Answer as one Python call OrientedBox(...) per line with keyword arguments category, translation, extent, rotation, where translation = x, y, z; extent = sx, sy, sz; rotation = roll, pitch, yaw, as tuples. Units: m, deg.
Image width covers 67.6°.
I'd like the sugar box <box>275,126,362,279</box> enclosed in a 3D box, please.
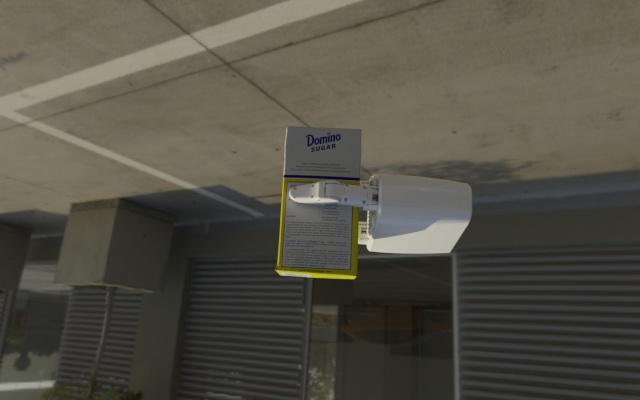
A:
OrientedBox(category="sugar box", translation=(0.000, 0.002, 0.570), extent=(0.093, 0.176, 0.048), rotation=(3, -15, 1))
